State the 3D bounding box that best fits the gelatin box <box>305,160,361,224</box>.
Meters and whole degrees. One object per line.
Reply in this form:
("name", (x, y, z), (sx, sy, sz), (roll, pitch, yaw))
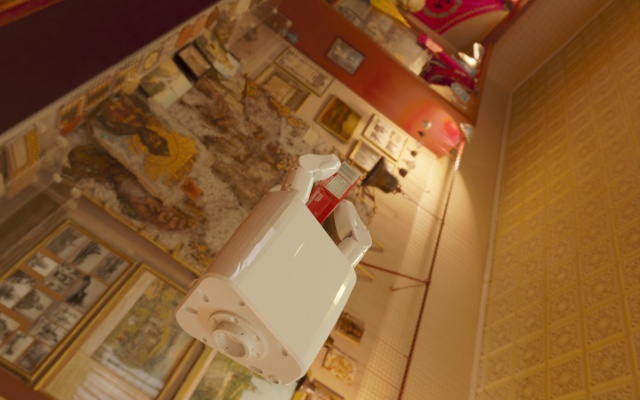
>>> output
("gelatin box", (0.001, 0.002, 0.505), (0.073, 0.030, 0.089), (-48, 0, 28))
